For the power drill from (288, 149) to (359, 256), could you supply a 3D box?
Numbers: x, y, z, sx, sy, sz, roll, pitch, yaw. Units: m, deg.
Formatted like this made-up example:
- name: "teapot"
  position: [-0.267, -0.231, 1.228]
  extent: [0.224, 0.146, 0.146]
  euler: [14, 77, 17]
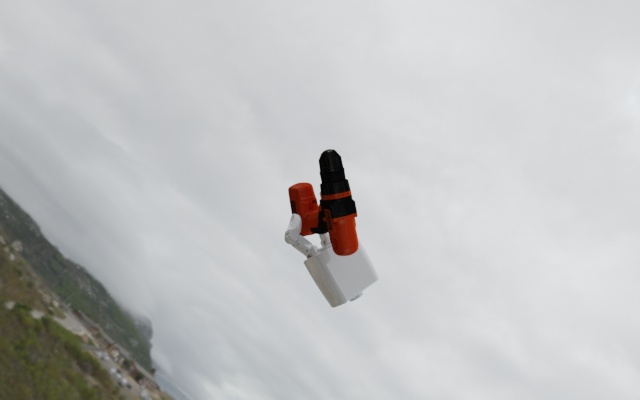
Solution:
- name: "power drill"
  position: [0.000, 0.003, 0.876]
  extent: [0.057, 0.184, 0.187]
  euler: [-11, 6, -23]
